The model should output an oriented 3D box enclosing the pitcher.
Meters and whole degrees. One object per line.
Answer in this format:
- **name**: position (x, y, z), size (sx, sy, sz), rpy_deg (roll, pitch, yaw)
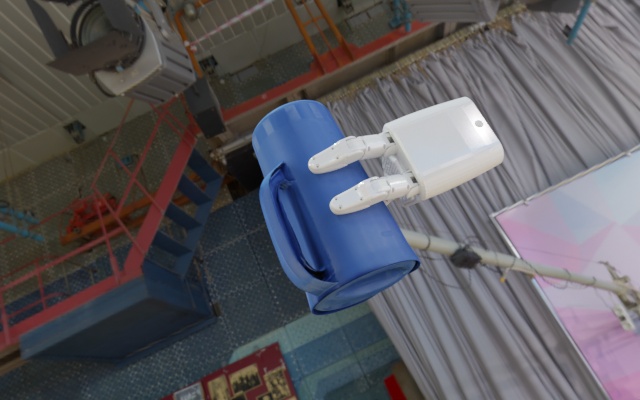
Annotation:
- **pitcher**: position (0.000, 0.002, 0.563), size (0.145, 0.242, 0.149), rpy_deg (-22, -23, -9)
